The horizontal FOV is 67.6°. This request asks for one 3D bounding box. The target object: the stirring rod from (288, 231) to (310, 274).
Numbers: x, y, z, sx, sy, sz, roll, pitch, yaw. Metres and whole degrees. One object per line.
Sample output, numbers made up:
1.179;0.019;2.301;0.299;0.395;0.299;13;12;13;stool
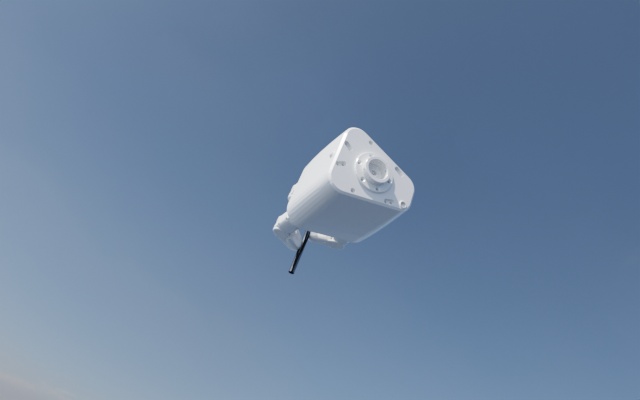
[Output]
0.000;0.002;0.698;0.011;0.239;0.011;16;-33;11;stirring rod
